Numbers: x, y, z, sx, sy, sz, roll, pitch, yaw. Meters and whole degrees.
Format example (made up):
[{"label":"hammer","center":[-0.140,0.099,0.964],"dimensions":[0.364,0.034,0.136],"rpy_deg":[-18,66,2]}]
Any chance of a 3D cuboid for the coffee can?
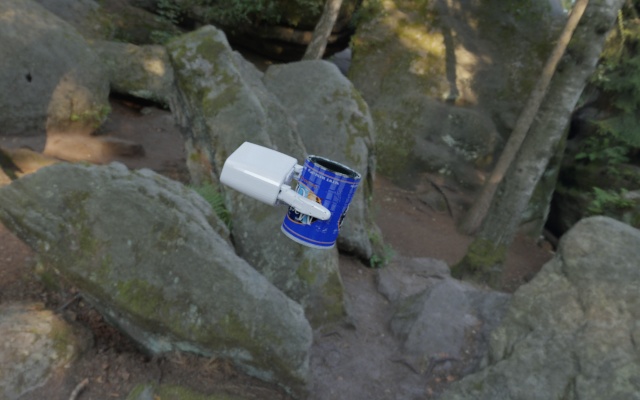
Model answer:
[{"label":"coffee can","center":[0.000,0.003,0.853],"dimensions":[0.103,0.140,0.102],"rpy_deg":[20,14,-5]}]
